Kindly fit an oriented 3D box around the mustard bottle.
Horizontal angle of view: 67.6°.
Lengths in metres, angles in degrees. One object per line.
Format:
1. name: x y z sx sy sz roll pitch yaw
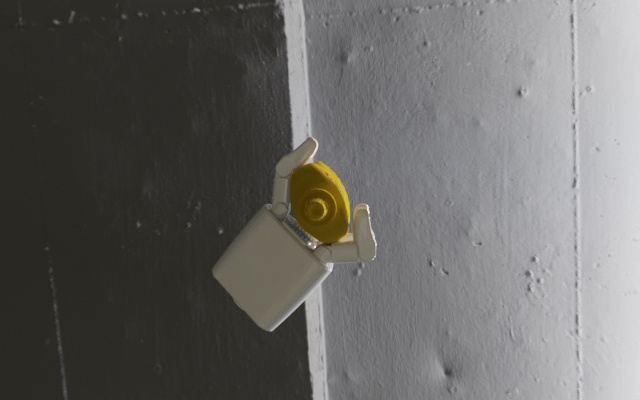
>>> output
1. mustard bottle: 0.000 0.002 0.569 0.058 0.096 0.191 -24 3 6
